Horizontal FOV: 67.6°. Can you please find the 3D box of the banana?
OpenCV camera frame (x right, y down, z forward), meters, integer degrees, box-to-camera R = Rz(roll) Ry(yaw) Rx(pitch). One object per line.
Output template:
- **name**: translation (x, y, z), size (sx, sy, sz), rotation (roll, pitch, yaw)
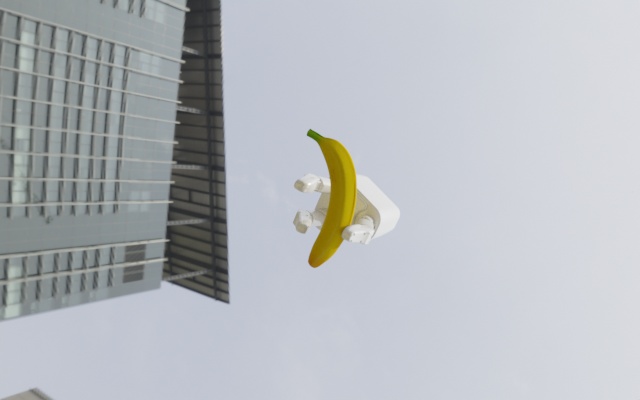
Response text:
- **banana**: translation (0.017, 0.000, 0.670), size (0.069, 0.198, 0.037), rotation (3, 6, 23)
